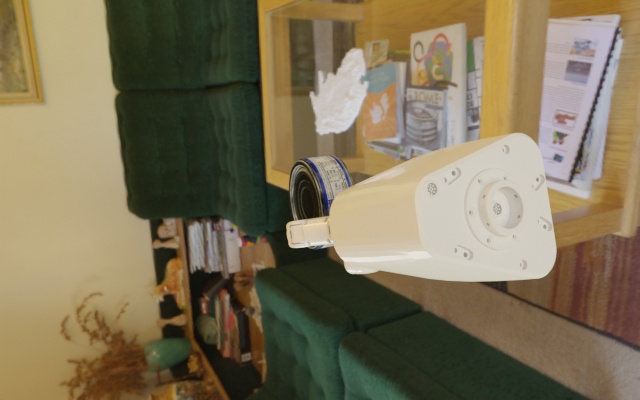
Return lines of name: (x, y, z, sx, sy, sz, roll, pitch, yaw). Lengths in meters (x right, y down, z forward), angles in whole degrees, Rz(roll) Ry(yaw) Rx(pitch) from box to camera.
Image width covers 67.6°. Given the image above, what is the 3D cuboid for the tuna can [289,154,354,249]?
tuna can: (0.000, 0.002, 0.443, 0.034, 0.086, 0.086, -9, 3, -22)
